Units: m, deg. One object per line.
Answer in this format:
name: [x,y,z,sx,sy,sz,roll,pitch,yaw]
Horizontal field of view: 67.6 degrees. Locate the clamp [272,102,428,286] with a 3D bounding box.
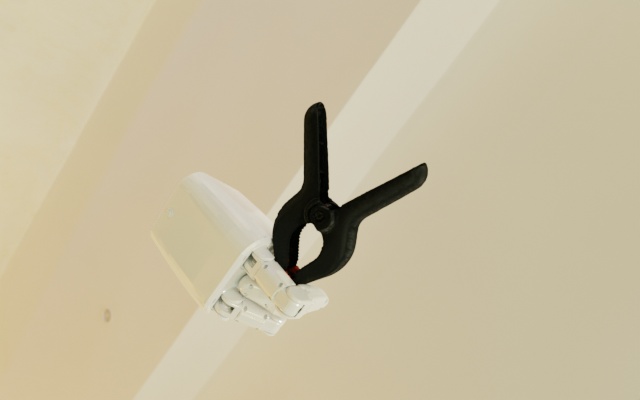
clamp: [0.000,0.002,0.430,0.120,0.171,0.039,44,16,20]
